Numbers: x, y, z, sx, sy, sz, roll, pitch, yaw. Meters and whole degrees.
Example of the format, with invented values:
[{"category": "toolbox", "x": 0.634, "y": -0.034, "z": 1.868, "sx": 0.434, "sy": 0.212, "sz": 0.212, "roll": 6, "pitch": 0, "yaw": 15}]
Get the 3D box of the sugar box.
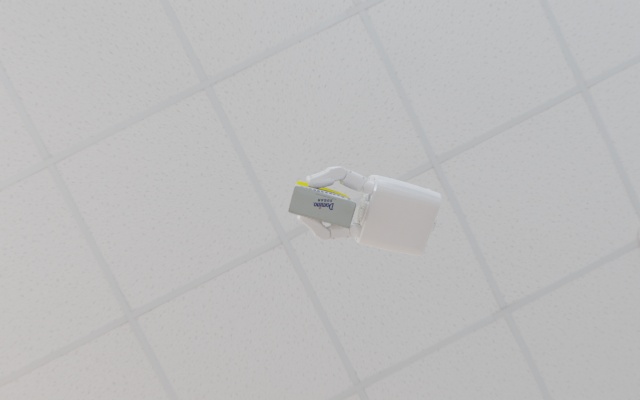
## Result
[{"category": "sugar box", "x": 0.000, "y": 0.002, "z": 0.753, "sx": 0.093, "sy": 0.048, "sz": 0.176, "roll": 15, "pitch": 1, "yaw": -4}]
